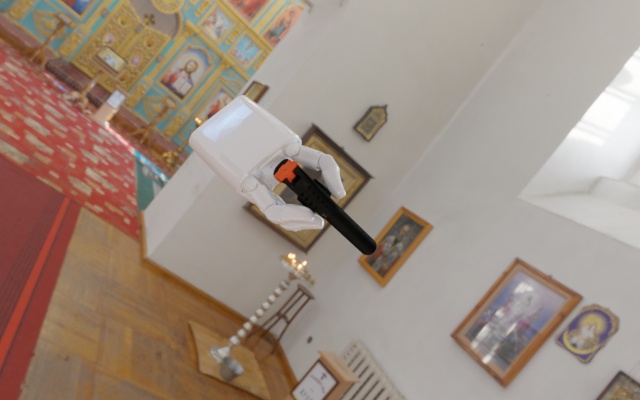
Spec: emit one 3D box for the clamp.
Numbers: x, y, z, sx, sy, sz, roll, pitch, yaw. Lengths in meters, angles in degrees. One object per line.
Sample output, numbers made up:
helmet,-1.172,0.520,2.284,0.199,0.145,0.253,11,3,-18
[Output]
clamp,0.000,0.001,0.614,0.164,0.036,0.210,42,0,18
